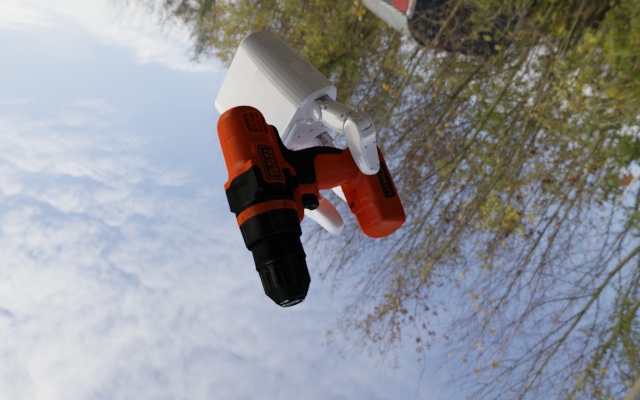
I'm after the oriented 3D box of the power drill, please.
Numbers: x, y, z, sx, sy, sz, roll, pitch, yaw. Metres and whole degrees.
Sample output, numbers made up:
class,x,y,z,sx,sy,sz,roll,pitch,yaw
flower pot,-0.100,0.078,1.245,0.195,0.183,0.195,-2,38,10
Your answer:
class,x,y,z,sx,sy,sz,roll,pitch,yaw
power drill,0.000,0.001,0.457,0.187,0.184,0.057,1,-26,-45
